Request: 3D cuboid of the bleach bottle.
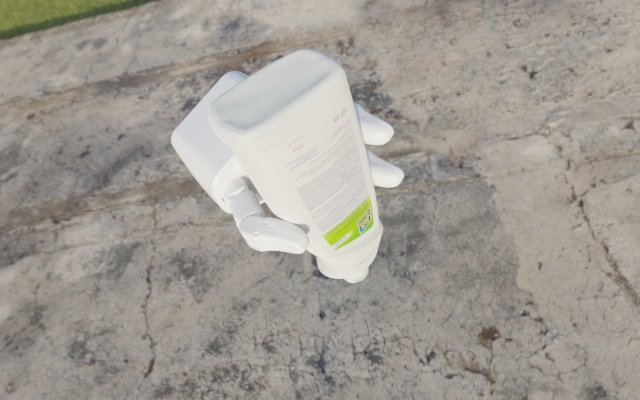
[{"bbox_3d":[0.000,0.001,0.421,0.102,0.251,0.068,-36,49,-14],"label":"bleach bottle"}]
